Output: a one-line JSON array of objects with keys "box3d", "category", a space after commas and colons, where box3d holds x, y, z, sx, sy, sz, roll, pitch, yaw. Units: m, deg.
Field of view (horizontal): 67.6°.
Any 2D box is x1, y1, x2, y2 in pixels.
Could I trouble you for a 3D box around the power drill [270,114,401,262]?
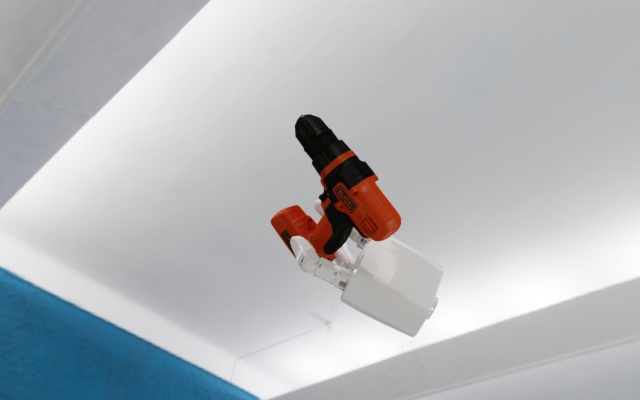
[{"box3d": [0.000, 0.002, 0.634, 0.057, 0.184, 0.188, -28, -13, -37], "category": "power drill"}]
